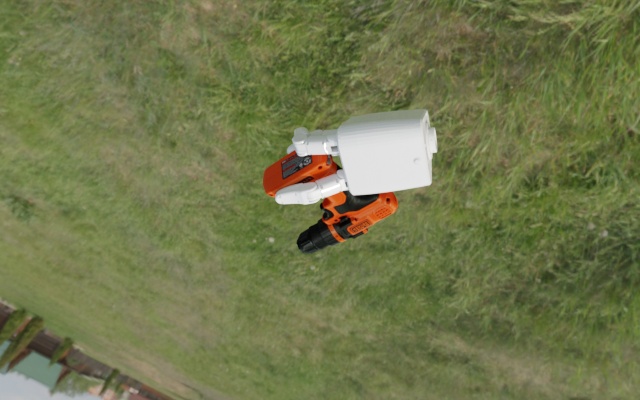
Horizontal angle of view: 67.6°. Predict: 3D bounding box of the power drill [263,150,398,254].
[{"bbox_3d":[0.000,0.002,0.721,0.184,0.057,0.188,-31,-43,20],"label":"power drill"}]
